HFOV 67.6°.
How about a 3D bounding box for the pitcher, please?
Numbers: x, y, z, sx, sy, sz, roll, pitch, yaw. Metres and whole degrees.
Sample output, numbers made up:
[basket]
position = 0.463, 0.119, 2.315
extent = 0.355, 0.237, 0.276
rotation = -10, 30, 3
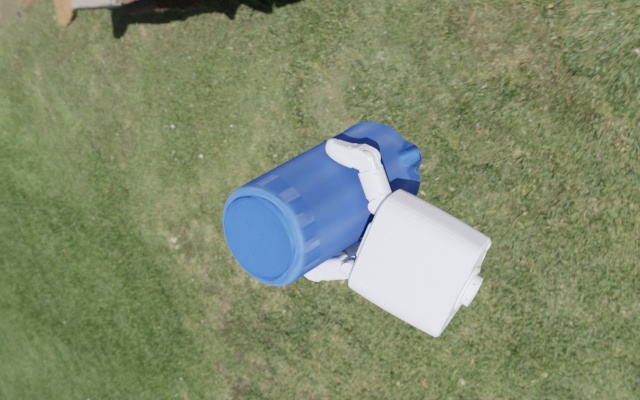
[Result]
[pitcher]
position = 0.000, 0.002, 0.561
extent = 0.145, 0.149, 0.242
rotation = 30, 35, 24
